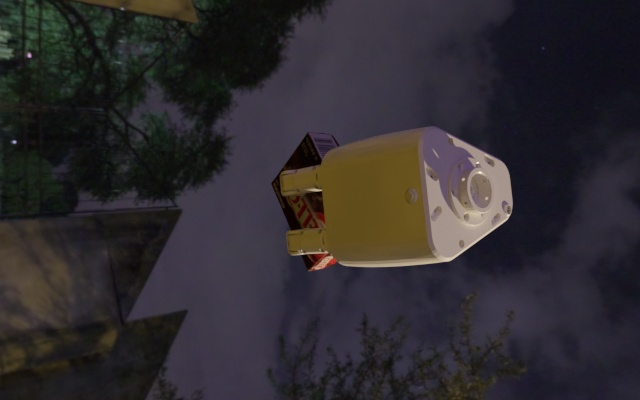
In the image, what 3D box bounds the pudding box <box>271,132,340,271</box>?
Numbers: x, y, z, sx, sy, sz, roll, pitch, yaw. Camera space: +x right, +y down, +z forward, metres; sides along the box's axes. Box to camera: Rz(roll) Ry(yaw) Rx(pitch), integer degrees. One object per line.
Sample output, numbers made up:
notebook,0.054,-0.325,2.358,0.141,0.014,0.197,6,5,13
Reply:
pudding box,0.000,0.002,0.486,0.039,0.113,0.090,-2,-32,-37
